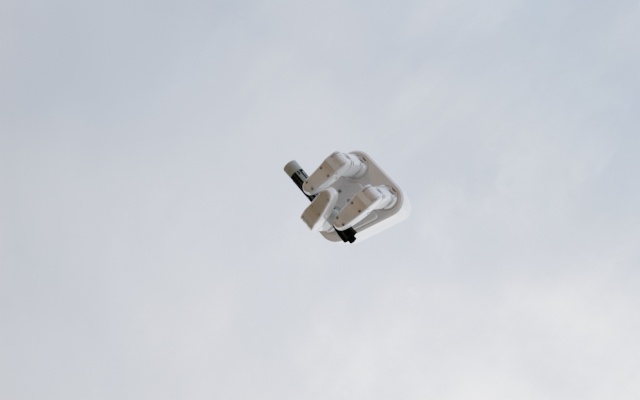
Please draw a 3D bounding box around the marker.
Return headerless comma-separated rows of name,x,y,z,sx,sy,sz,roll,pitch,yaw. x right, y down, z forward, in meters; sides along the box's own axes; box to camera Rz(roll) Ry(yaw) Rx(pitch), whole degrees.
marker,0.000,0.002,0.551,0.020,0.121,0.020,-36,-18,-14
